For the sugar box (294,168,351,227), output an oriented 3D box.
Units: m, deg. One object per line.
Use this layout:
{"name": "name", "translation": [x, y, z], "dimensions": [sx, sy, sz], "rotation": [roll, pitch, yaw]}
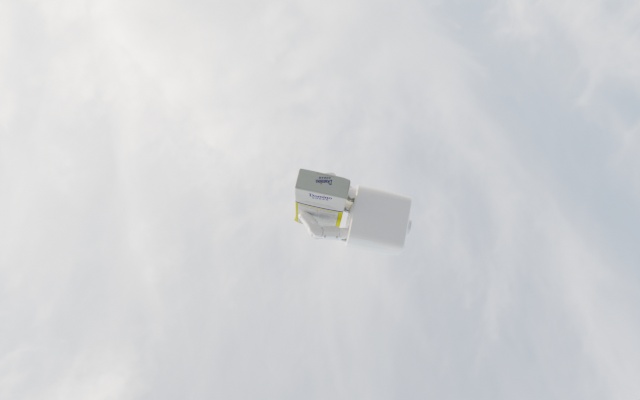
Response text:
{"name": "sugar box", "translation": [0.000, 0.002, 0.890], "dimensions": [0.093, 0.048, 0.176], "rotation": [12, -24, 1]}
